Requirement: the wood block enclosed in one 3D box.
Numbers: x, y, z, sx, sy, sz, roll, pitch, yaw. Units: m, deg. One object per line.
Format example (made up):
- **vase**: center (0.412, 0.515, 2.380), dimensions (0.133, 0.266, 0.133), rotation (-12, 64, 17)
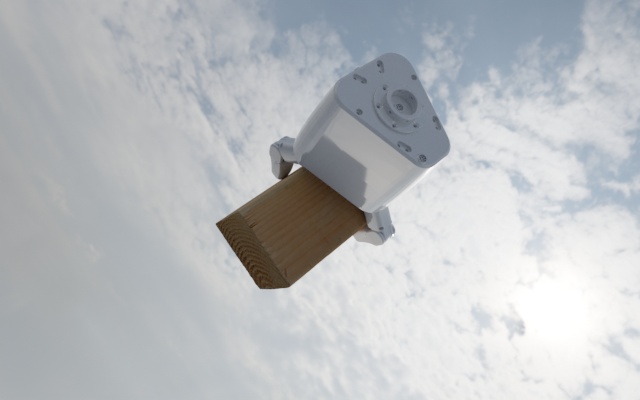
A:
- **wood block**: center (0.001, 0.002, 0.537), dimensions (0.206, 0.091, 0.090), rotation (-36, 7, -28)
